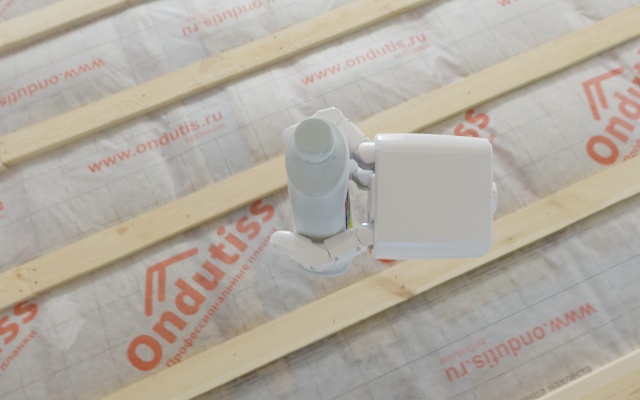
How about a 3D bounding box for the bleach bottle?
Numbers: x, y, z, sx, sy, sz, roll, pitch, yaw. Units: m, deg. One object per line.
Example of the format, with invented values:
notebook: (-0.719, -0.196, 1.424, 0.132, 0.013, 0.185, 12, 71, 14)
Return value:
bleach bottle: (0.000, 0.001, 0.465, 0.068, 0.102, 0.251, 2, -19, 3)
